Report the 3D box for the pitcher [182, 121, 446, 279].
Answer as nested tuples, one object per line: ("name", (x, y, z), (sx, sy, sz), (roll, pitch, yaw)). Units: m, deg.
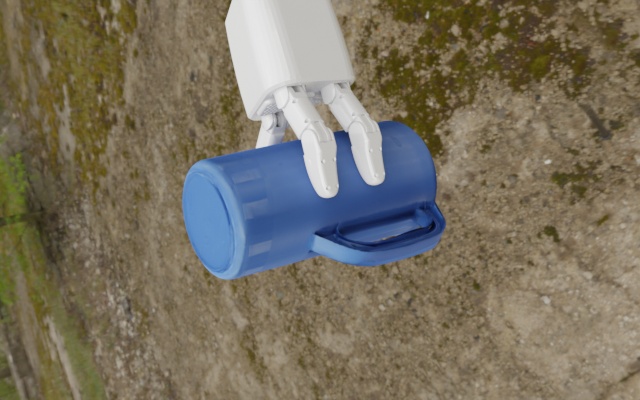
("pitcher", (0.000, 0.001, 0.478), (0.243, 0.145, 0.149), (-14, 0, -37))
